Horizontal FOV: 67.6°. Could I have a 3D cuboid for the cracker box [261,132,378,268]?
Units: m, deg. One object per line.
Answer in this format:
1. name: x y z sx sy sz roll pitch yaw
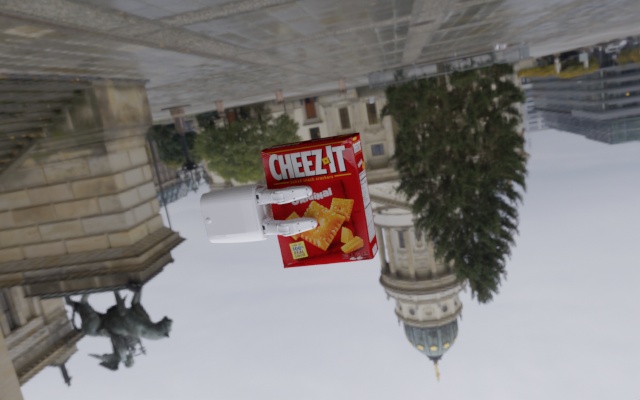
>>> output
1. cracker box: 0.000 0.003 0.825 0.164 0.214 0.072 -7 12 17
